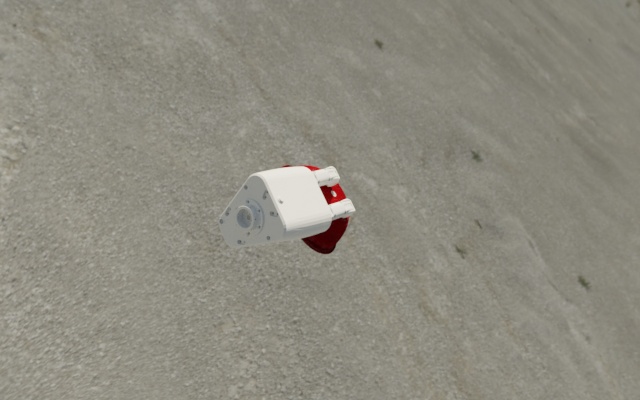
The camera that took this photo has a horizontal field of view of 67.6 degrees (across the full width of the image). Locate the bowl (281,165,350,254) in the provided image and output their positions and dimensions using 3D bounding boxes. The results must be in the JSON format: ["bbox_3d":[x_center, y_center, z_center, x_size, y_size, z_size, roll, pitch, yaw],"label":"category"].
[{"bbox_3d":[0.001,0.002,0.770,0.055,0.162,0.162,-29,-12,23],"label":"bowl"}]
